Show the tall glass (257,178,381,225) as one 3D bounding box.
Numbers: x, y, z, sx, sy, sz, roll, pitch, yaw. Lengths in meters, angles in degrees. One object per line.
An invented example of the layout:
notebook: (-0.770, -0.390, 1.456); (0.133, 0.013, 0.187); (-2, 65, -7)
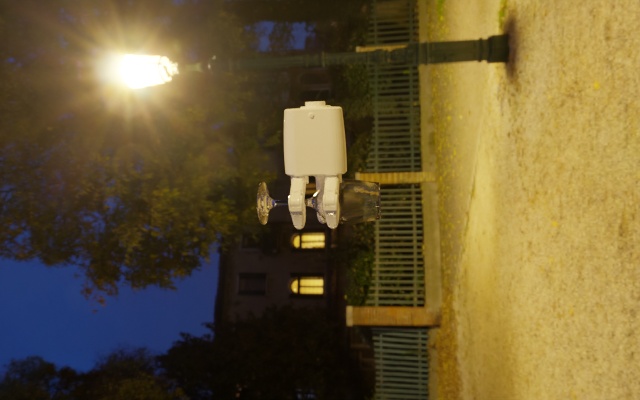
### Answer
tall glass: (-0.001, 0.003, 0.803); (0.201, 0.079, 0.079); (-1, 0, 8)
